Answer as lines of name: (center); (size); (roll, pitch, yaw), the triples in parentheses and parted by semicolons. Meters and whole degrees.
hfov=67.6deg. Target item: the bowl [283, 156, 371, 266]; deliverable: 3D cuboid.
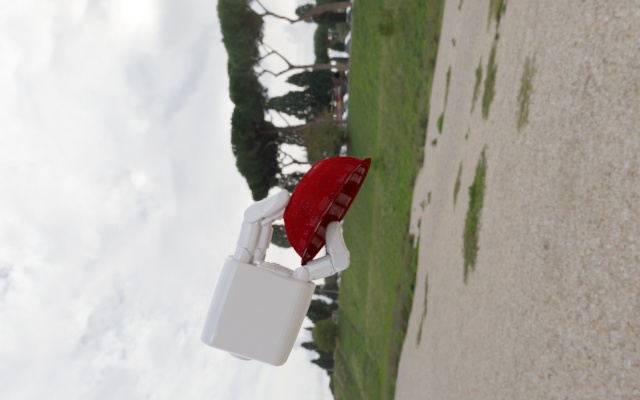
bowl: (0.000, 0.001, 0.608); (0.055, 0.162, 0.162); (33, 6, 10)
